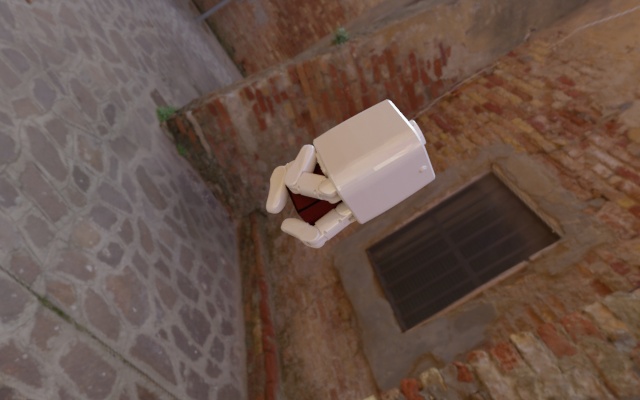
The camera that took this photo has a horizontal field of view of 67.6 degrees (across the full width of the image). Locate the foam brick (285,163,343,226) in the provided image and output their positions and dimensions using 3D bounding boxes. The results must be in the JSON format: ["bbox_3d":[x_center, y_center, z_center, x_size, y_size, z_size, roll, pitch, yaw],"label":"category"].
[{"bbox_3d":[0.000,0.002,0.598,0.051,0.053,0.078,-30,-35,6],"label":"foam brick"}]
